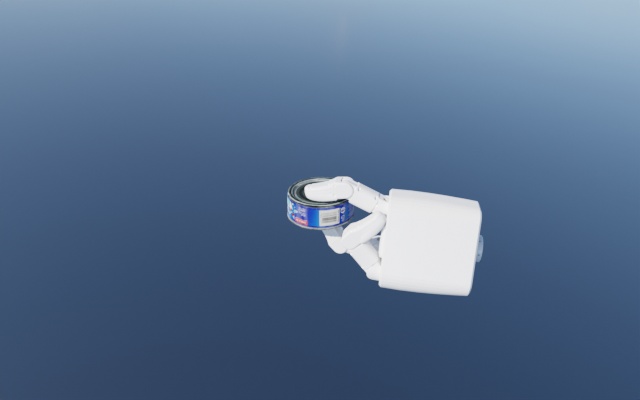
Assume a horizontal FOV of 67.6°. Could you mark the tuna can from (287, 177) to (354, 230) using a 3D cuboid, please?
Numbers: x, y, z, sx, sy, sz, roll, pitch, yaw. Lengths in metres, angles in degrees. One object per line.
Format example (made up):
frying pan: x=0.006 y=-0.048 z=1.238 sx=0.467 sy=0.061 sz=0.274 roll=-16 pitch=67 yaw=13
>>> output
tuna can: x=0.000 y=0.001 z=0.610 sx=0.086 sy=0.034 sz=0.086 roll=-1 pitch=27 yaw=0
